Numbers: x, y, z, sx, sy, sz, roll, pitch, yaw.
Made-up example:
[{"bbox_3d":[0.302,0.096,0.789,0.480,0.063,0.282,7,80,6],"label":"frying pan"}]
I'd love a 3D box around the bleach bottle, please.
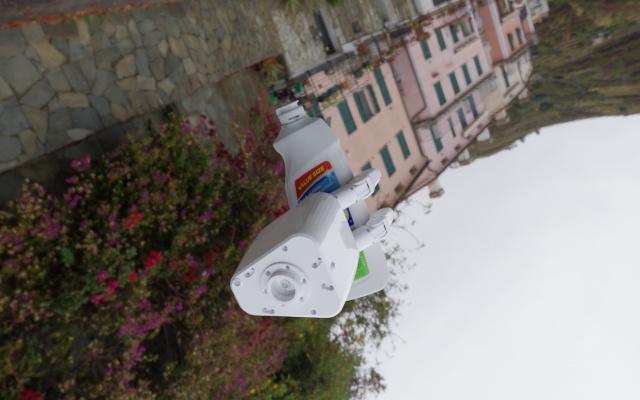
[{"bbox_3d":[0.000,0.002,0.593,0.102,0.251,0.068,-18,16,16],"label":"bleach bottle"}]
